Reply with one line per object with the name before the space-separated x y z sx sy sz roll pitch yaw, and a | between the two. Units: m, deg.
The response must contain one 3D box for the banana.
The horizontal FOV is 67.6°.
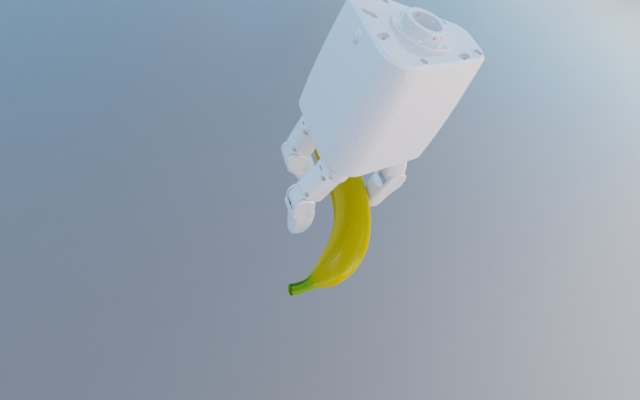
banana | 0.017 0.009 0.478 0.069 0.197 0.037 16 -41 -8
